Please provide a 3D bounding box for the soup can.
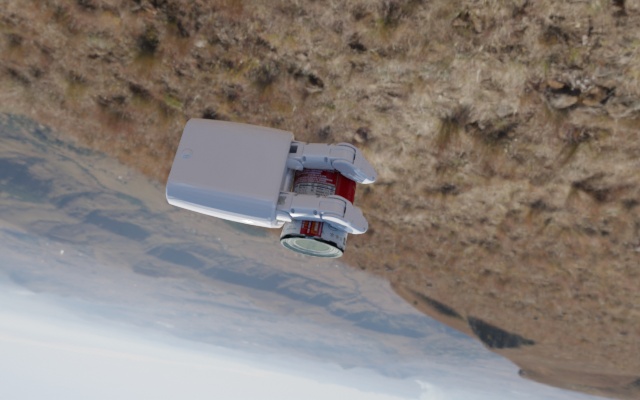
[{"bbox_3d":[0.001,0.002,0.497,0.068,0.102,0.068,10,-20,4],"label":"soup can"}]
